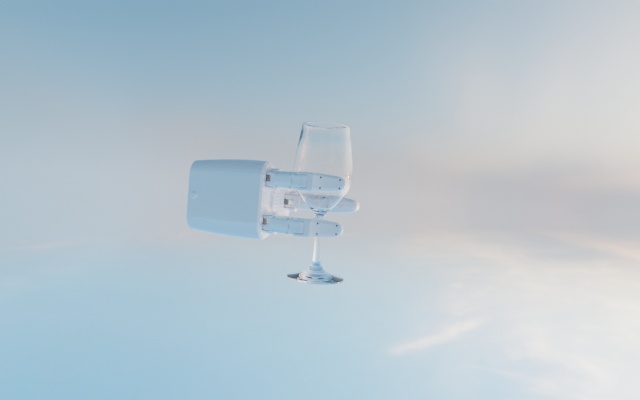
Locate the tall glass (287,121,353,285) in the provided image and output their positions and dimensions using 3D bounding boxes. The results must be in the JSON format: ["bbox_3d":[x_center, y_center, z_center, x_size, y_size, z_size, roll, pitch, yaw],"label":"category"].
[{"bbox_3d":[0.000,0.003,0.619,0.079,0.201,0.079,5,1,0],"label":"tall glass"}]
